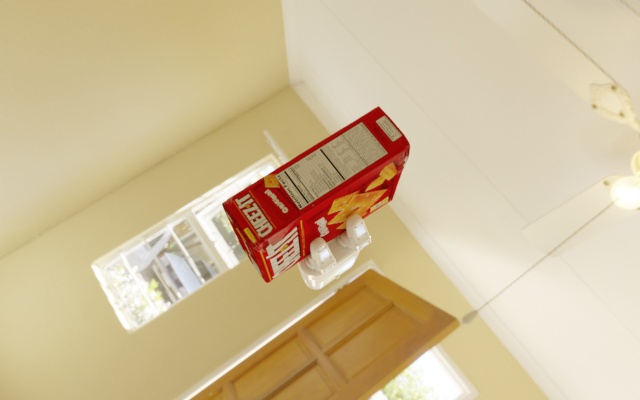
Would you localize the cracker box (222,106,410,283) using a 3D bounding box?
[{"bbox_3d":[0.000,0.002,0.587,0.213,0.072,0.164,-33,-19,-13],"label":"cracker box"}]
